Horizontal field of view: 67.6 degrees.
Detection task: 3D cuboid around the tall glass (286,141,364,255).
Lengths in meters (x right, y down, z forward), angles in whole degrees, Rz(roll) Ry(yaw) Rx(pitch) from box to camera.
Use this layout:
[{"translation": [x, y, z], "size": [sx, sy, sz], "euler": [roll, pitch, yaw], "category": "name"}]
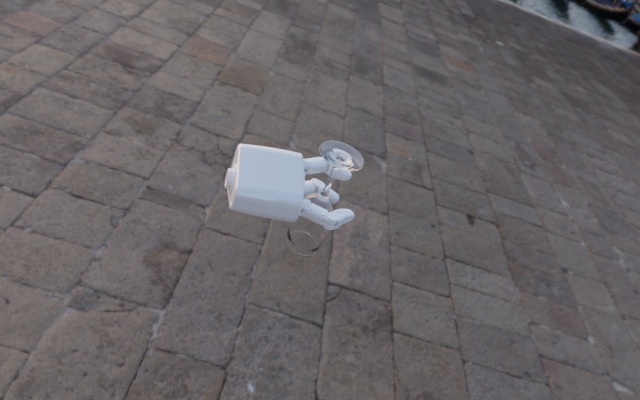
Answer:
[{"translation": [0.000, 0.002, 0.797], "size": [0.079, 0.201, 0.079], "euler": [15, 37, -12], "category": "tall glass"}]
